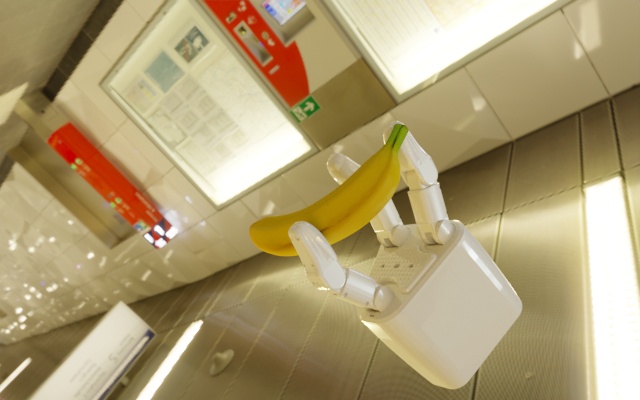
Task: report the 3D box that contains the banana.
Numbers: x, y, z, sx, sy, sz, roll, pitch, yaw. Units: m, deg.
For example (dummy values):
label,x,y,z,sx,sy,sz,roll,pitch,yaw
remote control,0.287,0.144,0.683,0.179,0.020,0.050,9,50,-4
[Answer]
label,x,y,z,sx,sy,sz,roll,pitch,yaw
banana,-0.002,0.012,0.406,0.198,0.069,0.037,-31,-64,35
